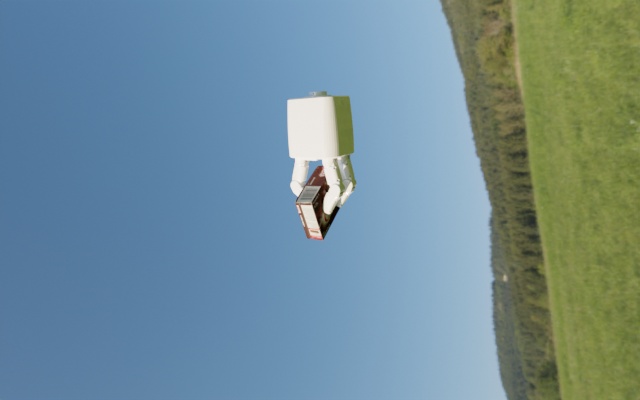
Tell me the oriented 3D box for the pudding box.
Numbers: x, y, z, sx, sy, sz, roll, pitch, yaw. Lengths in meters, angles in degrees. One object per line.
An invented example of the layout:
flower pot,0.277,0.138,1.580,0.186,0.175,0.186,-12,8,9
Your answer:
pudding box,0.000,0.003,0.878,0.039,0.090,0.113,4,41,27
